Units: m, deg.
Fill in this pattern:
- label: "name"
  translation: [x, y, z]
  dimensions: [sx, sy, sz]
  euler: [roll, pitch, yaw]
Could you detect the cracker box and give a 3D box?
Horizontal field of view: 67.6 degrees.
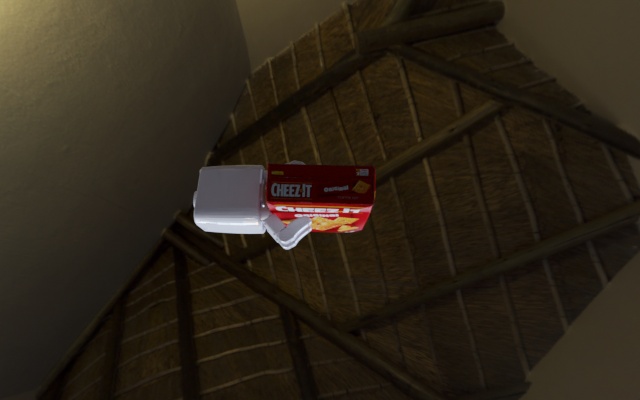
- label: "cracker box"
  translation: [0.000, 0.003, 0.811]
  dimensions: [0.164, 0.072, 0.214]
  euler: [1, -13, 0]
